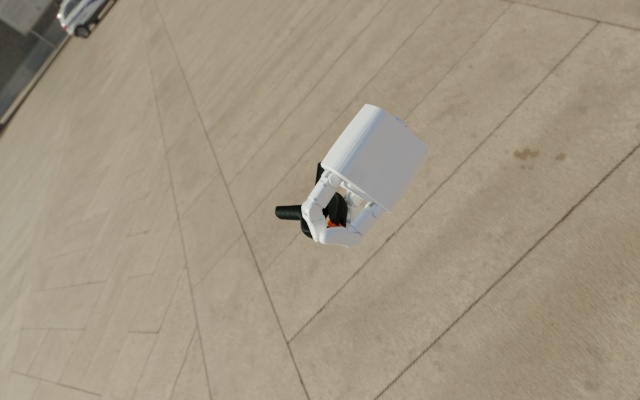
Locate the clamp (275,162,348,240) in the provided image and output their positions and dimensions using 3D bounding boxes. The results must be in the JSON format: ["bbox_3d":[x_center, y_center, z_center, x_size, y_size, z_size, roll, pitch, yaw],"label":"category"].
[{"bbox_3d":[0.000,0.002,0.728,0.039,0.120,0.171,35,-1,-35],"label":"clamp"}]
